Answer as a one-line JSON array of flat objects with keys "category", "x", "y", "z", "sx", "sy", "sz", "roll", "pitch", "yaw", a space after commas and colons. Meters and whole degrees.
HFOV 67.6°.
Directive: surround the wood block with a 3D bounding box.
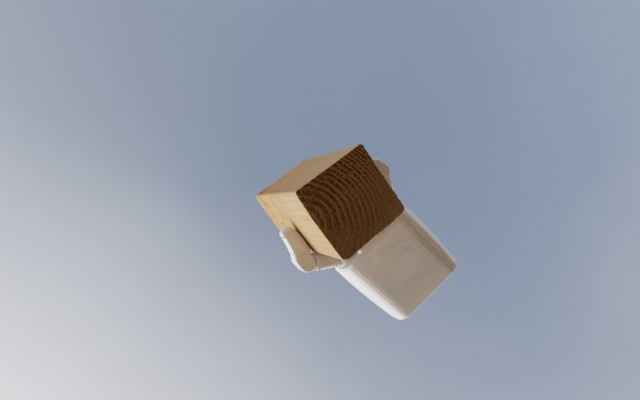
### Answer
[{"category": "wood block", "x": 0.000, "y": 0.002, "z": 0.583, "sx": 0.091, "sy": 0.090, "sz": 0.206, "roll": -38, "pitch": 11, "yaw": -15}]
